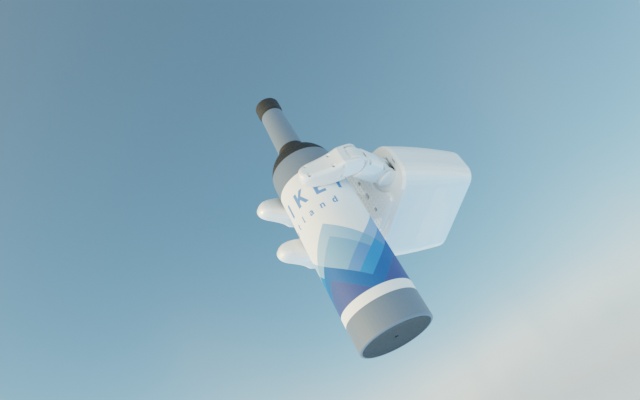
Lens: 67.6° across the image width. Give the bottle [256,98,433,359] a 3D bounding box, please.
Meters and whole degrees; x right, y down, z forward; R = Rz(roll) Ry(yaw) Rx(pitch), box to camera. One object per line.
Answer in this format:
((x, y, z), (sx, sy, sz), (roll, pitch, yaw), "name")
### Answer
((0.000, 0.002, 0.458), (0.069, 0.295, 0.069), (-20, -35, -14), "bottle")
